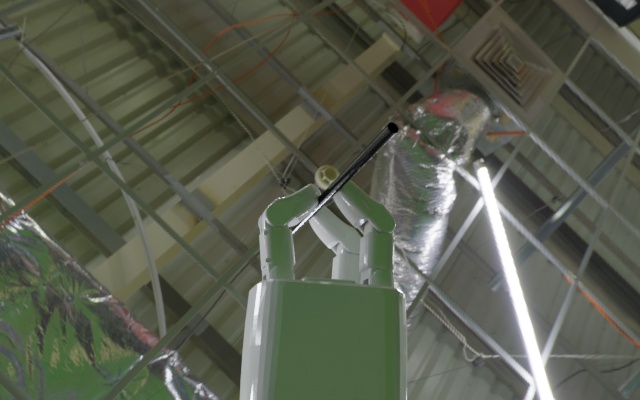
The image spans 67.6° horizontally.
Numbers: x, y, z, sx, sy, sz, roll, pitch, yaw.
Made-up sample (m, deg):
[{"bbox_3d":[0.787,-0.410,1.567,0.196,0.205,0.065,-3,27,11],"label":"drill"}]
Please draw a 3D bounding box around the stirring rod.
[{"bbox_3d":[0.000,0.001,0.402,0.011,0.011,0.240,0,-23,-24],"label":"stirring rod"}]
